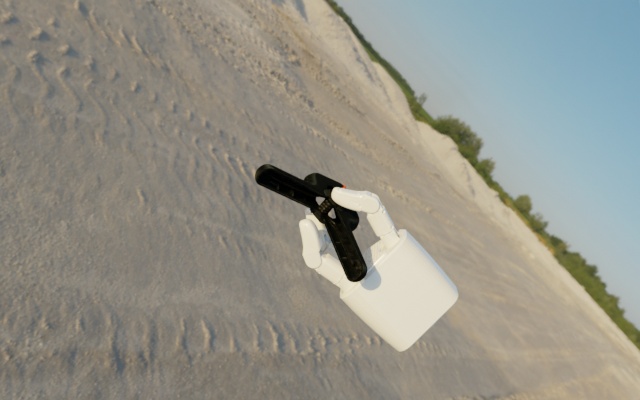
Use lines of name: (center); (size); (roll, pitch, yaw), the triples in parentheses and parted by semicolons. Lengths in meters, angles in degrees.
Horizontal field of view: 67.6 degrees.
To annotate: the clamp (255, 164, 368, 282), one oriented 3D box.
clamp: (0.001, 0.001, 0.599); (0.036, 0.164, 0.210); (-42, 7, 16)
